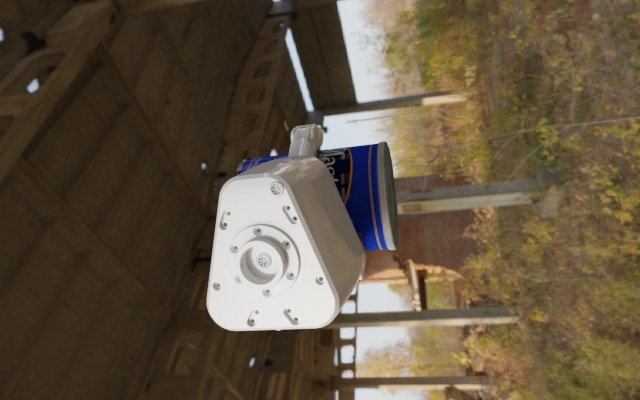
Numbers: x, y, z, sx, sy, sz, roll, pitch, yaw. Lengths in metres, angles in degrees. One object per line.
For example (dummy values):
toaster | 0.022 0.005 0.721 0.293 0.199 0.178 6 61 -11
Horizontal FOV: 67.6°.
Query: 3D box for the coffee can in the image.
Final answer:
coffee can | 0.000 0.001 0.466 0.140 0.103 0.103 -5 -1 13
